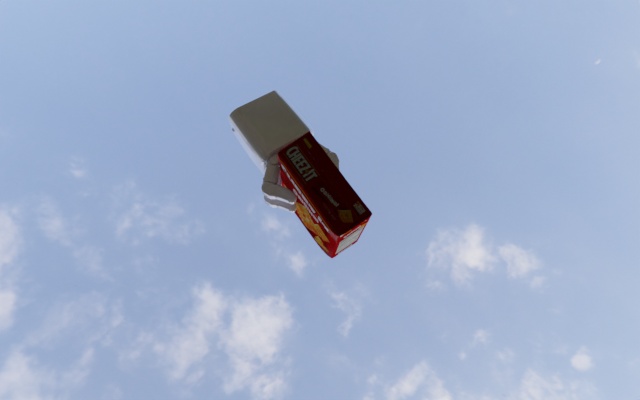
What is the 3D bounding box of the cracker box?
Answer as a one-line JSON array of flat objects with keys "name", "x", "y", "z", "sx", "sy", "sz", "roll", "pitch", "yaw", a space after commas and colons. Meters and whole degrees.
[{"name": "cracker box", "x": 0.000, "y": 0.003, "z": 0.810, "sx": 0.072, "sy": 0.164, "sz": 0.214, "roll": -35, "pitch": -12, "yaw": -10}]
